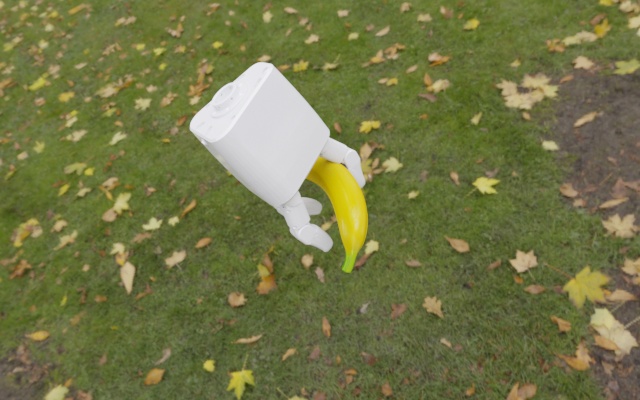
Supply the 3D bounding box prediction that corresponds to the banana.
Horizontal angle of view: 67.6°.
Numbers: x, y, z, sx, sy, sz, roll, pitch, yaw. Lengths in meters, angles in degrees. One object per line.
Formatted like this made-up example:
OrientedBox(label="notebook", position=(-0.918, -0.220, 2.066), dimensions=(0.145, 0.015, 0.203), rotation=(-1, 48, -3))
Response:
OrientedBox(label="banana", position=(0.014, -0.008, 0.569), dimensions=(0.037, 0.070, 0.197), rotation=(30, 24, -37))
